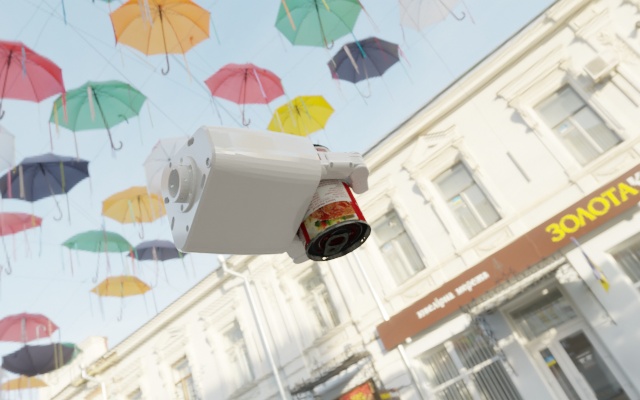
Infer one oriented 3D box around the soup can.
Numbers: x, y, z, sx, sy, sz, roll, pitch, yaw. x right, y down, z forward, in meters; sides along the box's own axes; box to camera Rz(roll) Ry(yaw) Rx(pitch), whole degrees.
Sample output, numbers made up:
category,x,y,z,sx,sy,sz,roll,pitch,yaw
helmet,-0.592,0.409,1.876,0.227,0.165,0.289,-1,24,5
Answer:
category,x,y,z,sx,sy,sz,roll,pitch,yaw
soup can,0.000,0.001,0.487,0.068,0.102,0.068,-18,-31,-11
